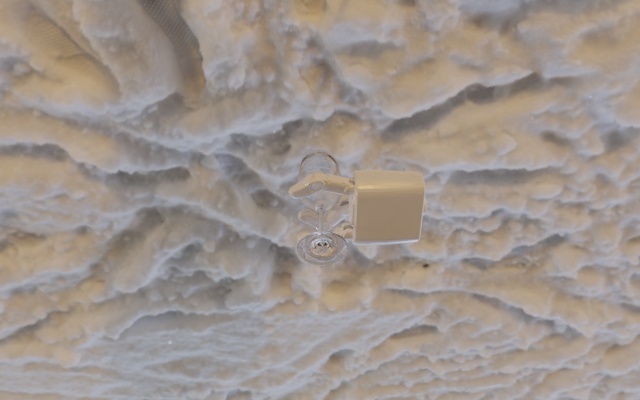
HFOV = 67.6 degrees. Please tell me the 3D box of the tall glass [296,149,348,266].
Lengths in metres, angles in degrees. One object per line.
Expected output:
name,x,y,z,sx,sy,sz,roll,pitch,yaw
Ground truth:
tall glass,0.000,0.003,0.761,0.079,0.079,0.200,0,44,-3
